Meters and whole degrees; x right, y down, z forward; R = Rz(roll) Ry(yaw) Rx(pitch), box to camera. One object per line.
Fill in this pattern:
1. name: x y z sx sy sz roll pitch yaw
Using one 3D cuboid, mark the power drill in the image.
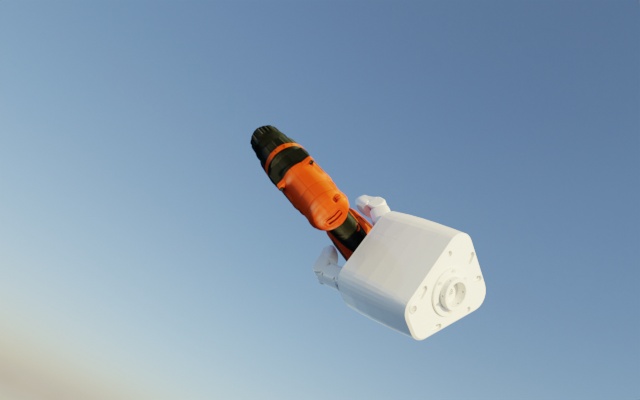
1. power drill: 0.000 0.002 0.580 0.188 0.057 0.184 45 4 -46
